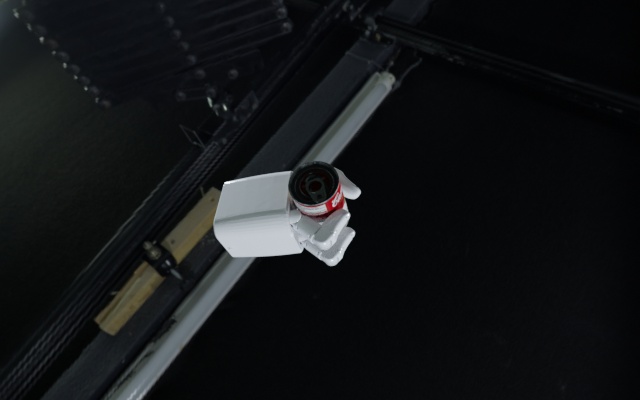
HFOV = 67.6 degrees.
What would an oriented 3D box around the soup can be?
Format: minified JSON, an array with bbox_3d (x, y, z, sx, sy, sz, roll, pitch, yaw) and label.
[{"bbox_3d":[0.001,0.002,0.659,0.068,0.068,0.102,0,-30,12],"label":"soup can"}]
